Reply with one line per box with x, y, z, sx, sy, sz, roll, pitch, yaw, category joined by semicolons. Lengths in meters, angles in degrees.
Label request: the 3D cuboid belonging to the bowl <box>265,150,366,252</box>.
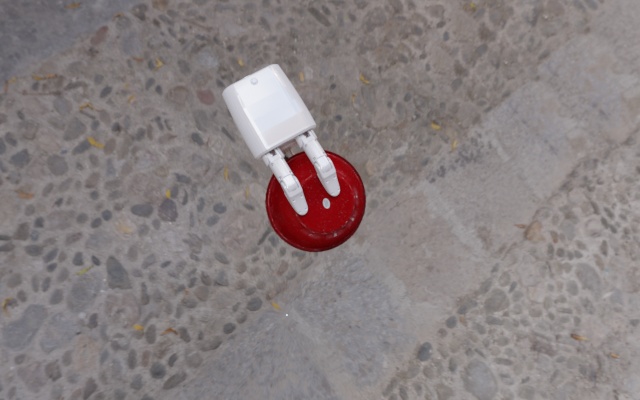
0.001;0.003;0.722;0.162;0.162;0.055;0;4;-14;bowl
